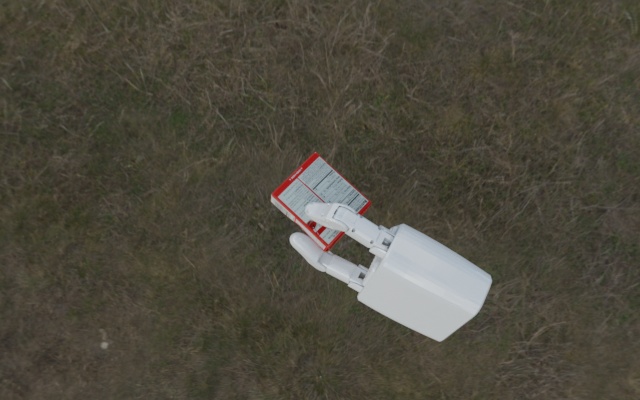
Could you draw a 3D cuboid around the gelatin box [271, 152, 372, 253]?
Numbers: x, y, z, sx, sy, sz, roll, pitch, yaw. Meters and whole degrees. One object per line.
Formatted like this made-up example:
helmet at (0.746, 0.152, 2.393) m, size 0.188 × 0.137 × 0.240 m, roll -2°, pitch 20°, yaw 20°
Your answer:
gelatin box at (0.000, 0.001, 0.537) m, size 0.089 × 0.073 × 0.030 m, roll 43°, pitch -17°, yaw 6°
